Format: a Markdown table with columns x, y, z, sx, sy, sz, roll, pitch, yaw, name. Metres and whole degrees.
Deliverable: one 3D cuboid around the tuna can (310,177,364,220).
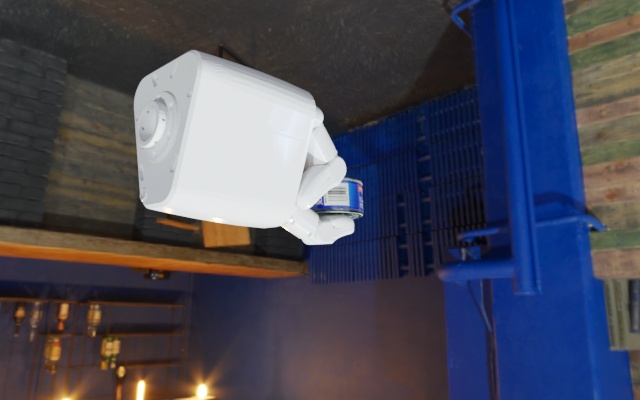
| x | y | z | sx | sy | sz | roll | pitch | yaw | name |
| --- | --- | --- | --- | --- | --- | --- | --- | --- | --- |
| 0.000 | 0.002 | 0.476 | 0.086 | 0.033 | 0.086 | -3 | -10 | -1 | tuna can |
